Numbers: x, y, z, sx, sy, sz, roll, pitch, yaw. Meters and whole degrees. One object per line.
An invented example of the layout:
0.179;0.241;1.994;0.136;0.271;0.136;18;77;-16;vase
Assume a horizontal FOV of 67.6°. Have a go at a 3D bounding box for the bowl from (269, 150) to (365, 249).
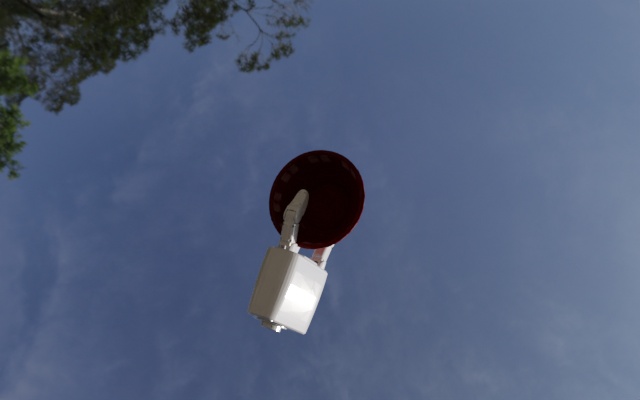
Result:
0.001;0.001;0.775;0.162;0.162;0.055;0;-13;21;bowl
